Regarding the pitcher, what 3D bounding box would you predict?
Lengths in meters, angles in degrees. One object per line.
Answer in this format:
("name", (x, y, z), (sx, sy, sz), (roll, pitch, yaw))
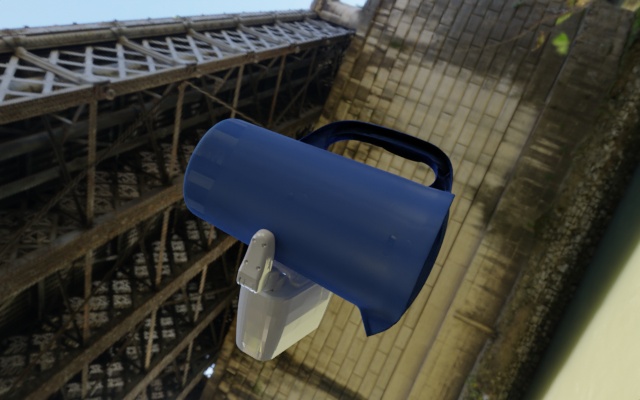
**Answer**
("pitcher", (0.000, 0.002, 0.464), (0.243, 0.145, 0.149), (24, 35, 14))
